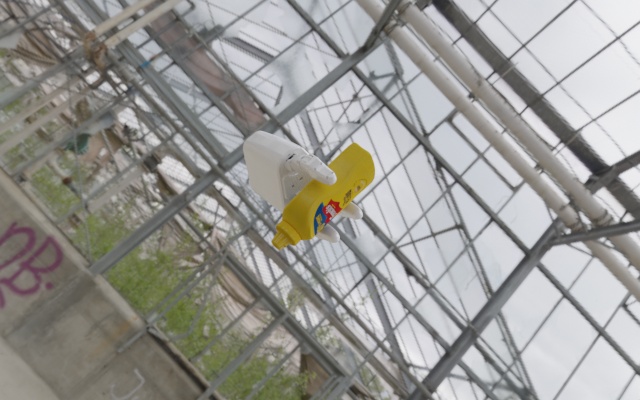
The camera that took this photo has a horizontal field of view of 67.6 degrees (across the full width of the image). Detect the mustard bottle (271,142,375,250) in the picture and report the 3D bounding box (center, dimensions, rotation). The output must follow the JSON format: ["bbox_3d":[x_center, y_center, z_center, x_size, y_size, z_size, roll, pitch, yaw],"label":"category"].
[{"bbox_3d":[0.001,0.002,0.715,0.058,0.191,0.096,40,-20,20],"label":"mustard bottle"}]
